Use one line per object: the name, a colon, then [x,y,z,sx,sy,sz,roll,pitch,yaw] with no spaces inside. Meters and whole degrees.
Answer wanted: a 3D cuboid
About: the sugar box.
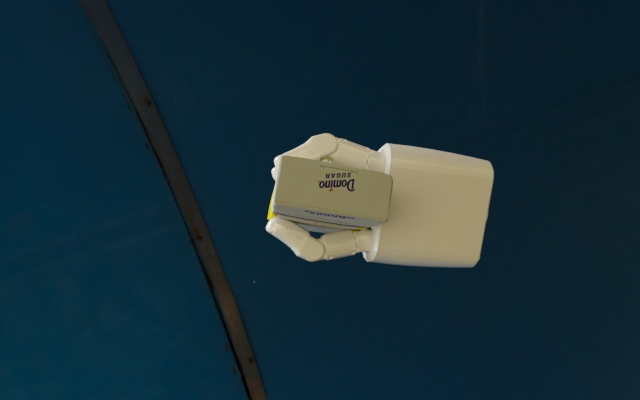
sugar box: [0.000,0.001,0.452,0.093,0.048,0.176,9,-11,-7]
